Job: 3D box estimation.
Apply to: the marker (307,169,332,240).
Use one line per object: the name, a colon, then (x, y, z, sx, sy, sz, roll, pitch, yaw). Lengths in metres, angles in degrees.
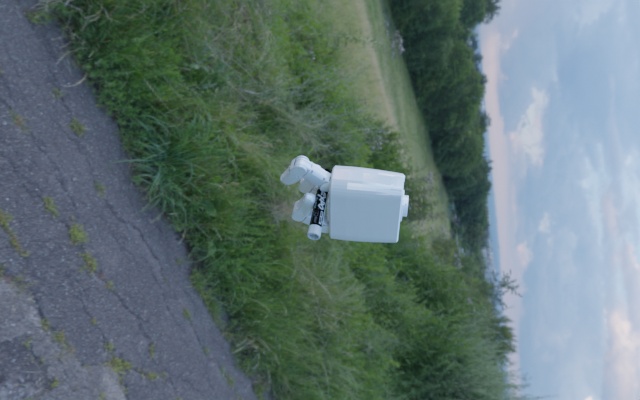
marker: (0.000, 0.002, 0.704, 0.020, 0.121, 0.020, 8, -35, 5)
